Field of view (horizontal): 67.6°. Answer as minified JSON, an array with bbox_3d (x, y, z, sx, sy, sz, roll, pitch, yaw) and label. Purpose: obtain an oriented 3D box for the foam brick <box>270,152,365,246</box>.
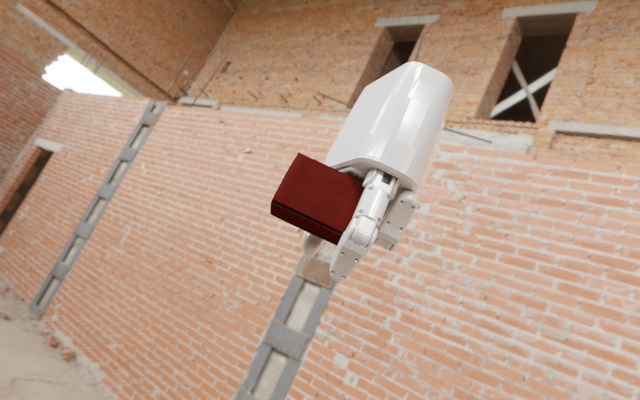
[{"bbox_3d":[0.000,0.001,0.428,0.078,0.051,0.053,25,-15,-3],"label":"foam brick"}]
